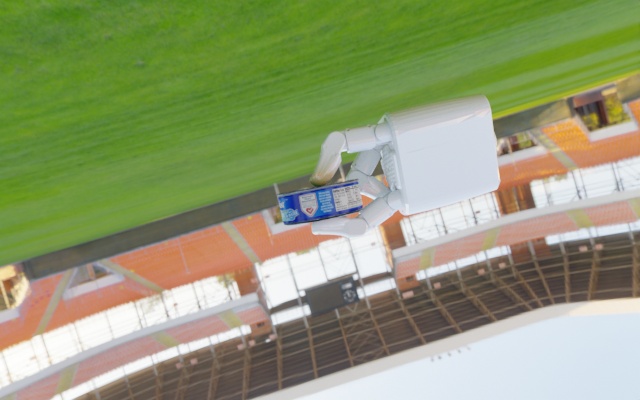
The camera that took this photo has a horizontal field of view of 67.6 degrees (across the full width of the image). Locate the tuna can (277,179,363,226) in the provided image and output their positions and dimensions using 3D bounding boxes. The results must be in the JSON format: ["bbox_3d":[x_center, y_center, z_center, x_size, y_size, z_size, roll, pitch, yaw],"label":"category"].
[{"bbox_3d":[0.000,0.002,0.493,0.086,0.034,0.086,-11,1,0],"label":"tuna can"}]
